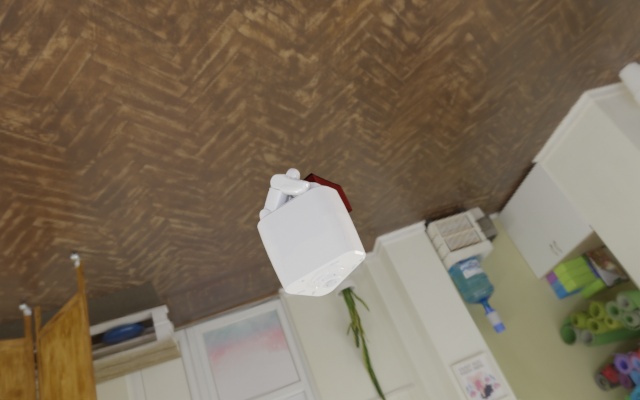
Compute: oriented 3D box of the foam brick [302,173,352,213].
[{"bbox_3d":[0.000,0.002,0.719,0.053,0.051,0.078,-41,-33,23],"label":"foam brick"}]
